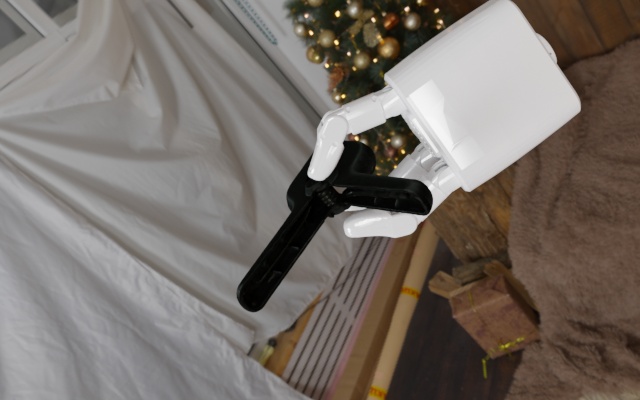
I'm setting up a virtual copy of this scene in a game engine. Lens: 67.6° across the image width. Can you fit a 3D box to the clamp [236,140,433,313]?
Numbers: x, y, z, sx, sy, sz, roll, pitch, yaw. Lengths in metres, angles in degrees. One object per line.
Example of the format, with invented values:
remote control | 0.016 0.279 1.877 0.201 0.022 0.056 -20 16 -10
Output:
clamp | 0.000 0.000 0.419 0.164 0.036 0.210 -34 22 10
